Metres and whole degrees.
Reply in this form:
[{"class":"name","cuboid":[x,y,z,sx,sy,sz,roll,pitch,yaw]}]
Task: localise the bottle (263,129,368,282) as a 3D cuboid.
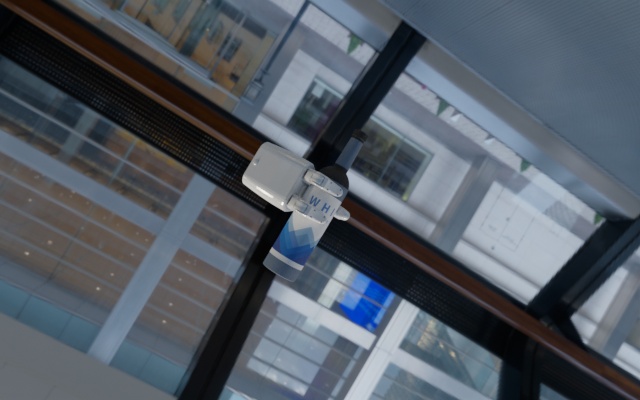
[{"class":"bottle","cuboid":[0.000,0.003,0.863,0.069,0.295,0.069,31,-2,1]}]
